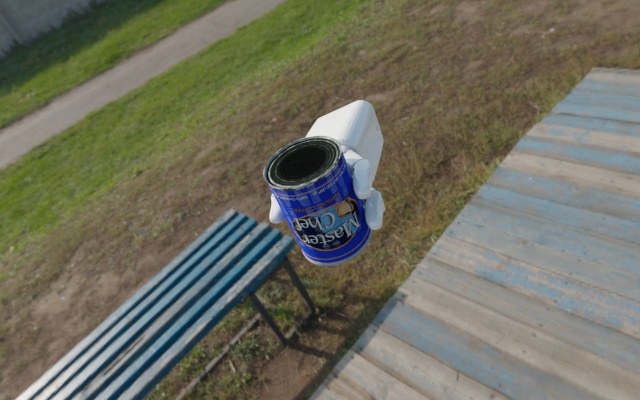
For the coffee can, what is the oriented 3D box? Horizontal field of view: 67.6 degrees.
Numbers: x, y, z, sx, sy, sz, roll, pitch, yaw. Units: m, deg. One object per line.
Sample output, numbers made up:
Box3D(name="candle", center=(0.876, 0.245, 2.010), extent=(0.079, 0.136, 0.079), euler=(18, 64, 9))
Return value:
Box3D(name="coffee can", center=(0.000, 0.002, 0.623), extent=(0.103, 0.140, 0.102), euler=(-15, 39, 12))
